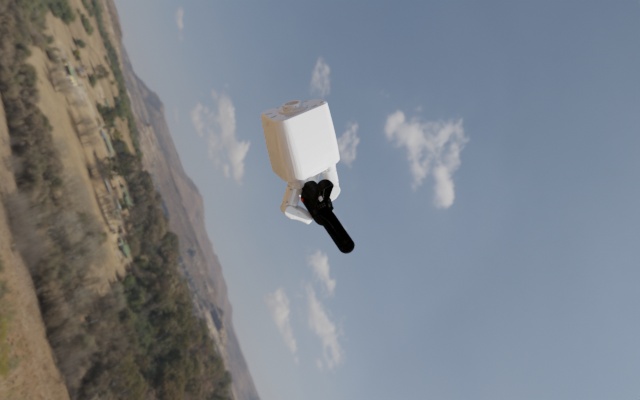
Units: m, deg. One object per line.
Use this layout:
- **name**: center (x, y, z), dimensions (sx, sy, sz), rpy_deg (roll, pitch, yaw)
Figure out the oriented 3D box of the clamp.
- **clamp**: center (0.001, 0.002, 0.764), dimensions (0.039, 0.120, 0.171), rpy_deg (-20, 27, -17)
